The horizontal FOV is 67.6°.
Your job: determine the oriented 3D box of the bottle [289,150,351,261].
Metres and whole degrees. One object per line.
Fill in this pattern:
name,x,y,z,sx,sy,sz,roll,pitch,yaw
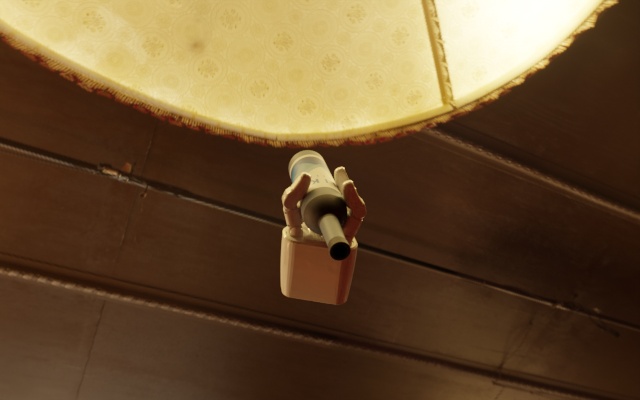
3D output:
bottle,0.000,0.002,0.727,0.069,0.069,0.295,0,25,-11
